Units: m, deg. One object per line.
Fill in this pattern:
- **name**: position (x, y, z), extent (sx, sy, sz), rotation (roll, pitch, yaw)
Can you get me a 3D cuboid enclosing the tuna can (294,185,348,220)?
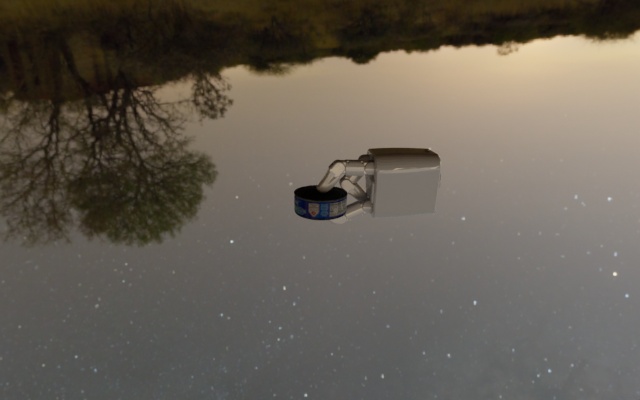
- **tuna can**: position (0.000, 0.003, 0.767), extent (0.086, 0.034, 0.086), rotation (1, 18, 0)
